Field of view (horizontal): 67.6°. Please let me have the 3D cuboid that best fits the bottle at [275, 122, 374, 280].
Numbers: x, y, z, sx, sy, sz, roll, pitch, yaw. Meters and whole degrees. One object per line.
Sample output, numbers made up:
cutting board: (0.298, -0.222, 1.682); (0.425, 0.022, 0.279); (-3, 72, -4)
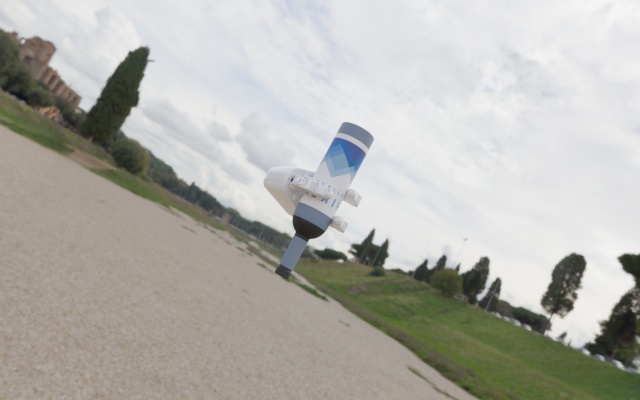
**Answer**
bottle: (0.000, 0.003, 0.849); (0.069, 0.295, 0.069); (27, -8, 4)
